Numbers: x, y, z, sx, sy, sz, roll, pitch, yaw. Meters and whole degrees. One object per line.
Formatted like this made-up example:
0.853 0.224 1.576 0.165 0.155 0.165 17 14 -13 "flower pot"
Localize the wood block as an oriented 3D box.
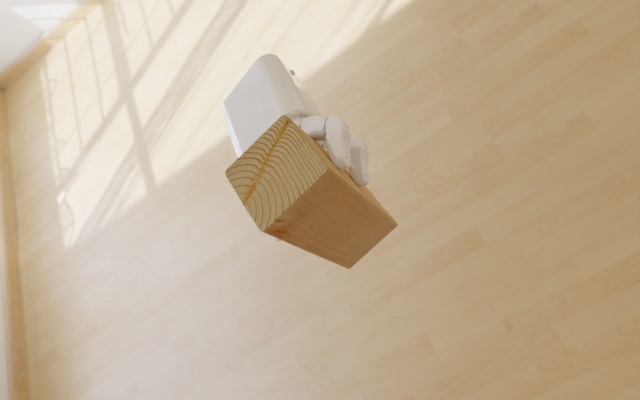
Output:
0.000 0.002 0.551 0.091 0.090 0.206 -43 -31 9 "wood block"
